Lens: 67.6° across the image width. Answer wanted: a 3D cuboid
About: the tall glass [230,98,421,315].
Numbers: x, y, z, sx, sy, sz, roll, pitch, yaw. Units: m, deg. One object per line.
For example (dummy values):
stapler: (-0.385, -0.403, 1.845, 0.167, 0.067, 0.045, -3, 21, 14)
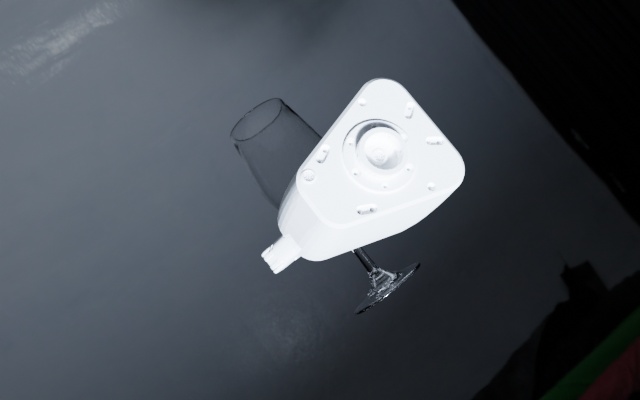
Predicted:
tall glass: (0.000, 0.002, 0.441, 0.079, 0.201, 0.079, -37, -7, -5)
